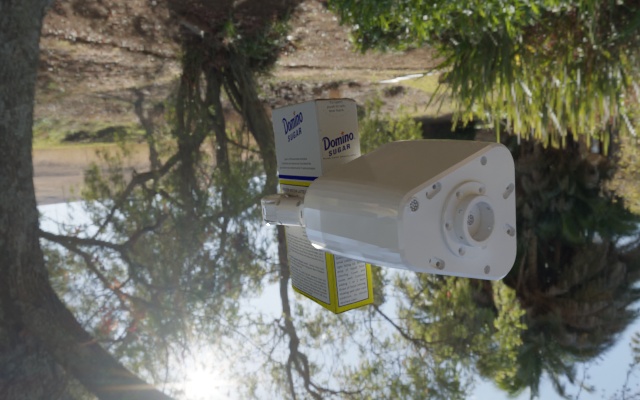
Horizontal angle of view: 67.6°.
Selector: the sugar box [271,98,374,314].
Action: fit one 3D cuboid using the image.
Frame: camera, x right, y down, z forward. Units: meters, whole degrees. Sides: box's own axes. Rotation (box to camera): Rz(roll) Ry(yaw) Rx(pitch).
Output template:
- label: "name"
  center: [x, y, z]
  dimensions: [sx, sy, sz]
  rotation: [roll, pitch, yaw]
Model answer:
- label: "sugar box"
  center: [0.001, 0.001, 0.428]
  dimensions: [0.048, 0.176, 0.093]
  rotation: [-7, 9, -28]
